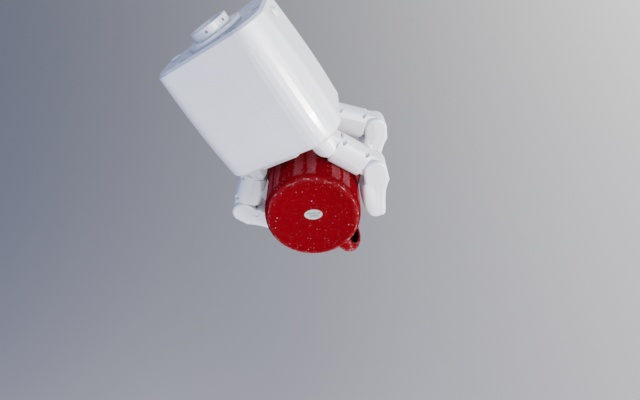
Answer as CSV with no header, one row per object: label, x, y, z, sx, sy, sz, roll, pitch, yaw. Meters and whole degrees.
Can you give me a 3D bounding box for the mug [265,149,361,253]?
mug,0.001,0.003,0.436,0.093,0.117,0.081,-28,29,17
